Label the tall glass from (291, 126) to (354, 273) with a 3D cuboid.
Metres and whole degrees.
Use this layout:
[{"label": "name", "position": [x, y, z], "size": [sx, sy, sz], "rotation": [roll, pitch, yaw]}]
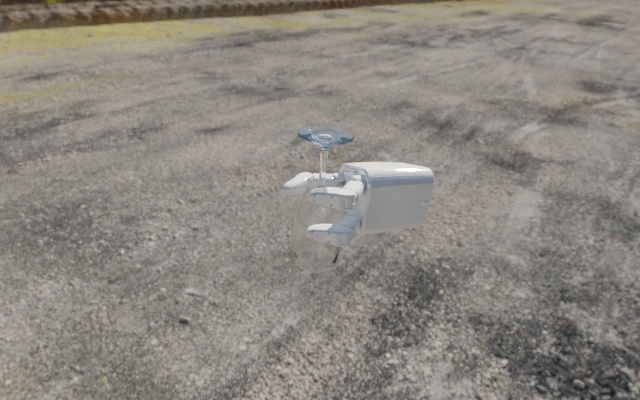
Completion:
[{"label": "tall glass", "position": [0.000, 0.002, 0.671], "size": [0.079, 0.201, 0.079], "rotation": [4, 27, -2]}]
